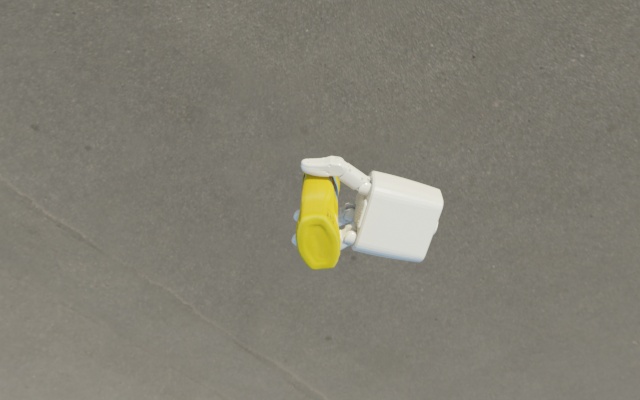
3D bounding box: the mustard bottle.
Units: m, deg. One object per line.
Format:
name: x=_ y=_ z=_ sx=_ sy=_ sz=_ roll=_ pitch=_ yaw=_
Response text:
mustard bottle: x=0.000 y=0.002 z=0.689 sx=0.058 sy=0.096 sz=0.191 roll=-7 pitch=35 yaw=7
